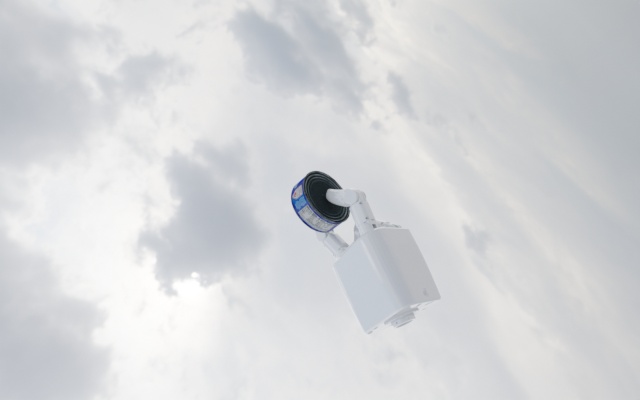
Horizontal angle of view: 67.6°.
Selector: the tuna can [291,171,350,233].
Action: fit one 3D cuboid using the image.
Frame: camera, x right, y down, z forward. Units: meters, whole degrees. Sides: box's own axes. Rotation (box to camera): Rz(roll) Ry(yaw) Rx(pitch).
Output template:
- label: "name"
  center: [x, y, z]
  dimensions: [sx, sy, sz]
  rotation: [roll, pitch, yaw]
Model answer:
- label: "tuna can"
  center: [0.000, 0.002, 0.681]
  dimensions: [0.086, 0.086, 0.034]
  rotation: [0, -31, -47]
